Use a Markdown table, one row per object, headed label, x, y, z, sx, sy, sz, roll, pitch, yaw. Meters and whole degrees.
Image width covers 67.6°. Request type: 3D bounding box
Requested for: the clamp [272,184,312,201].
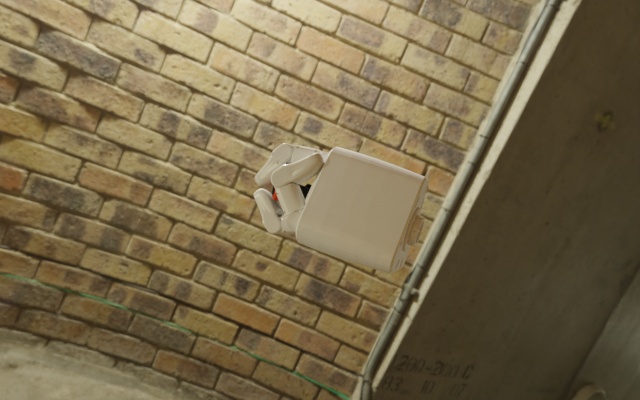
| label | x | y | z | sx | sy | sz | roll | pitch | yaw |
| --- | --- | --- | --- | --- | --- | --- | --- | --- | --- |
| clamp | 0.000 | 0.001 | 0.613 | 0.120 | 0.039 | 0.171 | 13 | 1 | 18 |
